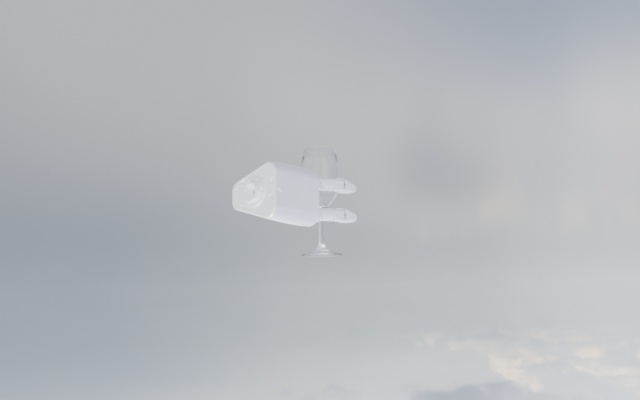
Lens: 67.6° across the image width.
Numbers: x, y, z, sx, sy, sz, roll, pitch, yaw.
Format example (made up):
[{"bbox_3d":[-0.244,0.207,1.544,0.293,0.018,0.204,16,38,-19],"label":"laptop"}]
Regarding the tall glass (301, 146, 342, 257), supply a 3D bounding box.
[{"bbox_3d":[0.000,0.004,0.891,0.079,0.201,0.079,-1,-10,0],"label":"tall glass"}]
